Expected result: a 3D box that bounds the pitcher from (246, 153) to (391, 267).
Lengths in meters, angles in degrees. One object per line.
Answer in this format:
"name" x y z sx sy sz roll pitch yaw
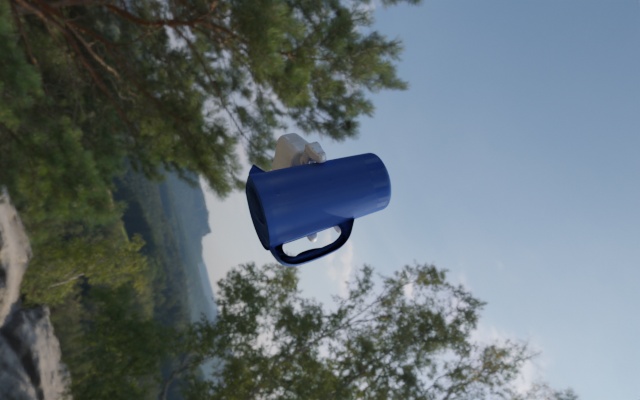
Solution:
"pitcher" 0.000 0.003 0.837 0.243 0.149 0.145 -15 31 -17
